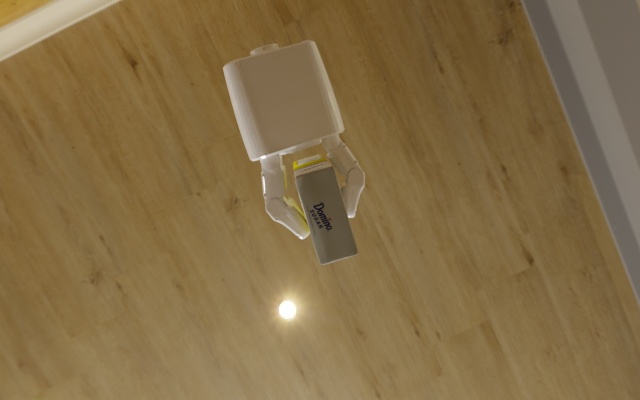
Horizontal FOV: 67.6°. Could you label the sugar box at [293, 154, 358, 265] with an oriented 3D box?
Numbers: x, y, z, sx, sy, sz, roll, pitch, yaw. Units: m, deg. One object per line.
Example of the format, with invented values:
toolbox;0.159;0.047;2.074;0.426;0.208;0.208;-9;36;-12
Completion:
sugar box;0.000;0.002;0.539;0.048;0.093;0.176;-16;9;1
